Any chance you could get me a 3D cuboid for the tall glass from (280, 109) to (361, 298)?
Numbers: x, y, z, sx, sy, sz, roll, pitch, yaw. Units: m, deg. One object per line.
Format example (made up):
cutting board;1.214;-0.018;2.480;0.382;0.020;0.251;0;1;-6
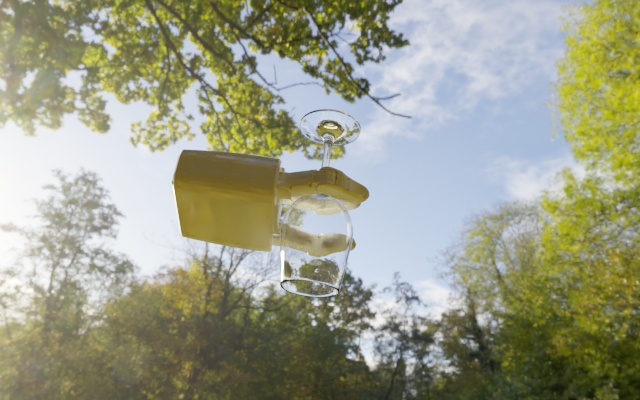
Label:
tall glass;0.000;0.001;0.530;0.079;0.201;0.079;6;-26;3
